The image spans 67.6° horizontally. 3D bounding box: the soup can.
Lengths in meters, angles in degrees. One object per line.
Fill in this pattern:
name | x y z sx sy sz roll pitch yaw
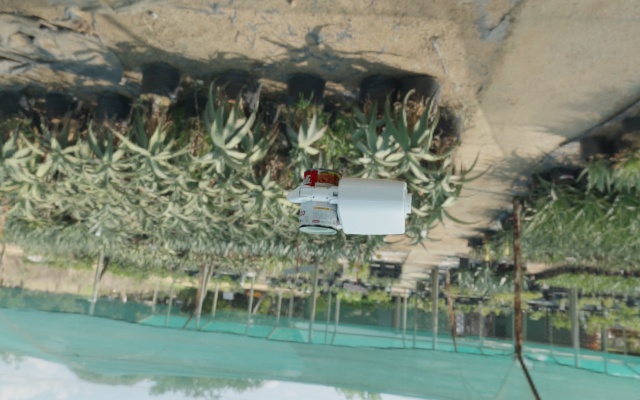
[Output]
soup can | 0.000 0.003 0.825 0.068 0.102 0.068 5 -14 1
